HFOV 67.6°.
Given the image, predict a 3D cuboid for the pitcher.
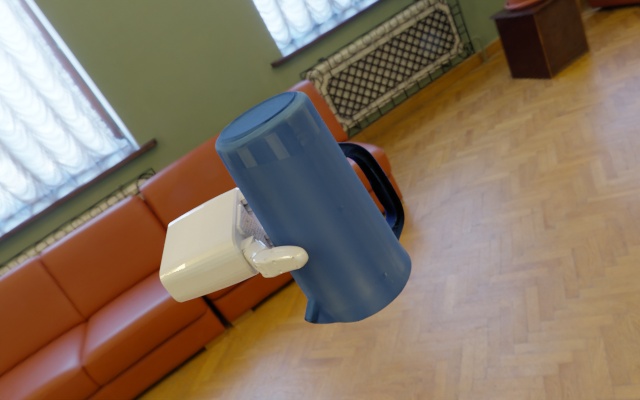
[{"bbox_3d":[0.000,0.002,0.532,0.145,0.243,0.149,-24,25,15],"label":"pitcher"}]
